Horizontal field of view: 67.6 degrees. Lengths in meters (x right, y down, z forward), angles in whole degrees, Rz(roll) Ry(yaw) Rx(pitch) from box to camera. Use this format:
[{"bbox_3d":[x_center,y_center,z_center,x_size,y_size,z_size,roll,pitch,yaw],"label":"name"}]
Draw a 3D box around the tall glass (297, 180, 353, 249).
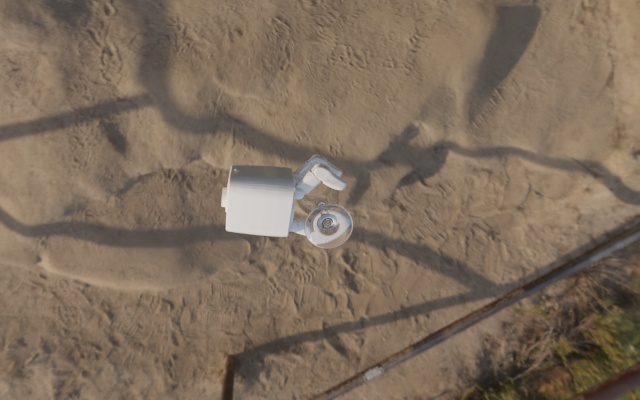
[{"bbox_3d":[0.000,0.003,0.808,0.079,0.079,0.201,0,22,-7],"label":"tall glass"}]
